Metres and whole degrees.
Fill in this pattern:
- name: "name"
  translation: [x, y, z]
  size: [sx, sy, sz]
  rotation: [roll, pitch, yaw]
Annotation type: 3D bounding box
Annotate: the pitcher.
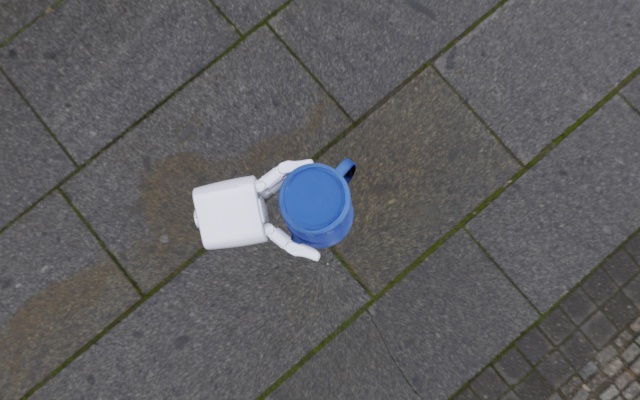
- name: "pitcher"
  translation: [0.000, 0.003, 0.816]
  size: [0.145, 0.149, 0.243]
  rotation: [-7, -8, 0]
